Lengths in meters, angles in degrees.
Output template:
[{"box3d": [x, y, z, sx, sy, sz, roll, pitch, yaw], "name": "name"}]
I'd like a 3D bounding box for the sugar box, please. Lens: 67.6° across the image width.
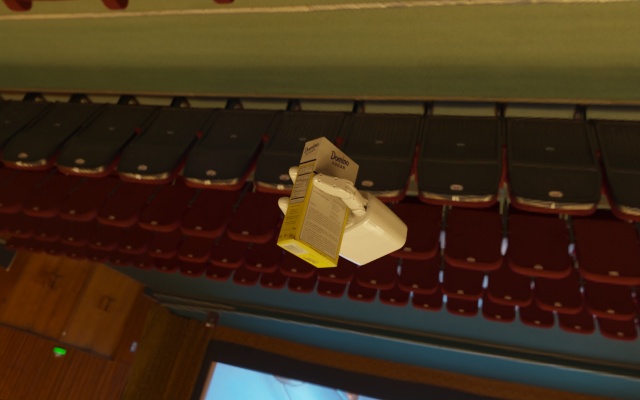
[{"box3d": [0.000, 0.003, 0.724, 0.048, 0.176, 0.093, -13, -37, 41], "name": "sugar box"}]
